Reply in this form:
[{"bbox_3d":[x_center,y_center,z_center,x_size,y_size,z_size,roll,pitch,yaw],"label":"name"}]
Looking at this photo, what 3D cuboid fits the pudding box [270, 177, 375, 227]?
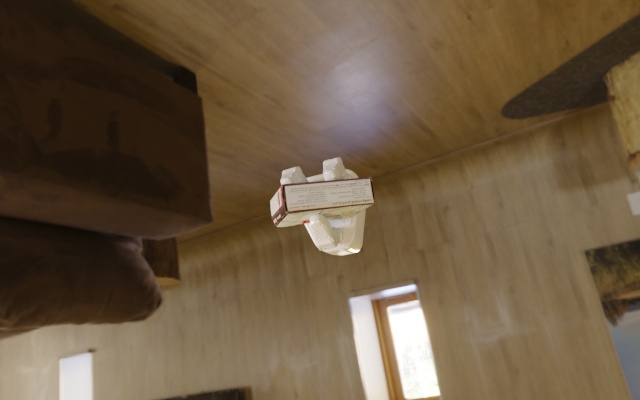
[{"bbox_3d":[0.000,0.002,0.593,0.113,0.039,0.090,-7,-11,-17],"label":"pudding box"}]
